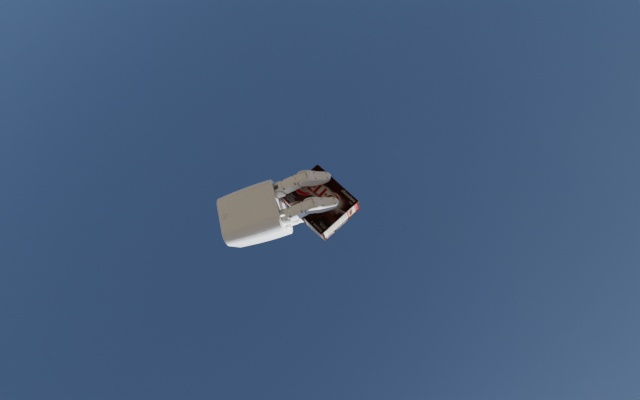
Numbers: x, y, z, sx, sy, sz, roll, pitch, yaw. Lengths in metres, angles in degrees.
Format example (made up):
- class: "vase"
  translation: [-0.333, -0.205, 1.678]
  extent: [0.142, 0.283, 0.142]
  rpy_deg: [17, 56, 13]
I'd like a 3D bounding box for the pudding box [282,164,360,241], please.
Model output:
- class: "pudding box"
  translation: [0.000, 0.003, 0.849]
  extent: [0.113, 0.090, 0.039]
  rpy_deg: [43, -12, 24]
